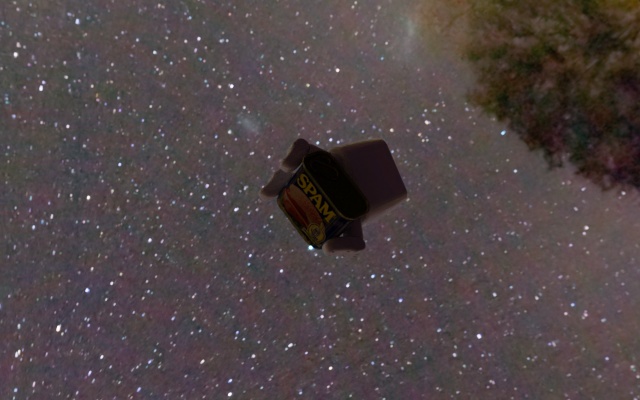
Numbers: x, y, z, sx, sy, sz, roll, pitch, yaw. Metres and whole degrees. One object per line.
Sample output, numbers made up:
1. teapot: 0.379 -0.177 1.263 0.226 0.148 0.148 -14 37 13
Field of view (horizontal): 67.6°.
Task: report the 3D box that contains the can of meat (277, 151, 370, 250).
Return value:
1. can of meat: 0.000 0.002 0.615 0.057 0.102 0.084 -24 -18 -45
